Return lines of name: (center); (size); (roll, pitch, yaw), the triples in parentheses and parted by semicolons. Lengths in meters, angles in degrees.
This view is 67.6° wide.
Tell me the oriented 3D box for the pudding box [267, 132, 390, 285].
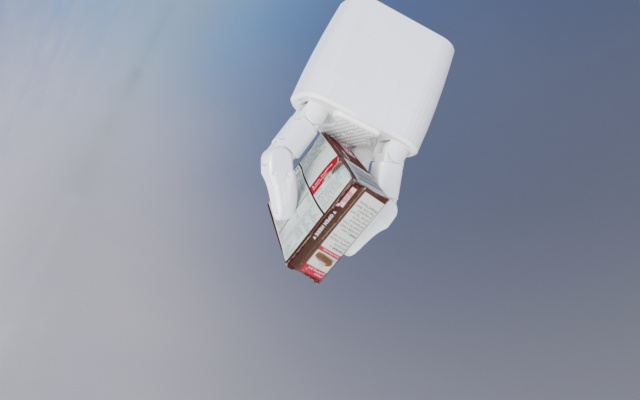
pudding box: (0.000, 0.001, 0.406); (0.039, 0.090, 0.113); (32, 15, -24)
